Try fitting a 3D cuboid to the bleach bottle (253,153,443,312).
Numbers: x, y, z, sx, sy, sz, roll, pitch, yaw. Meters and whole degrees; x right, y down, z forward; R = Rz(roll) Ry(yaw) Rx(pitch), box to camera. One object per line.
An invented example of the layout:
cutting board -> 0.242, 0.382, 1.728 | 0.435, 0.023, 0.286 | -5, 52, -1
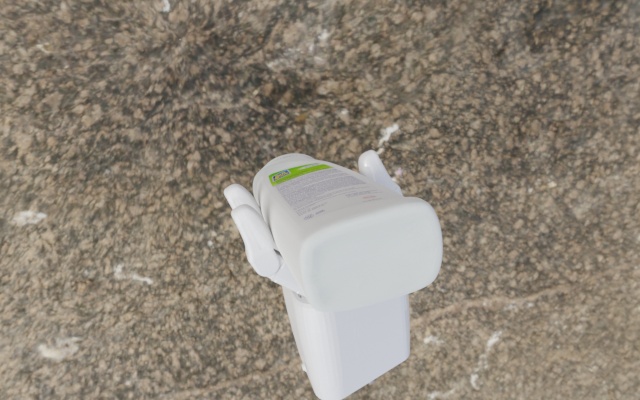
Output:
bleach bottle -> 0.000, 0.001, 0.418 | 0.102, 0.068, 0.250 | -14, 21, -12
